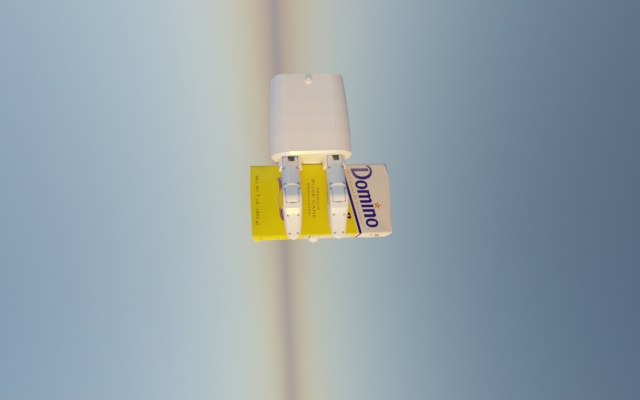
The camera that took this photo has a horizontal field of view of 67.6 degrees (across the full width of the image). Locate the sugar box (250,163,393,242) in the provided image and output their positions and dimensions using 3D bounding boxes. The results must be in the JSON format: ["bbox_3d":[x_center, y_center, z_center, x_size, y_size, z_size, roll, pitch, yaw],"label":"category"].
[{"bbox_3d":[0.000,0.002,0.610,0.176,0.093,0.048,-3,-11,-5],"label":"sugar box"}]
